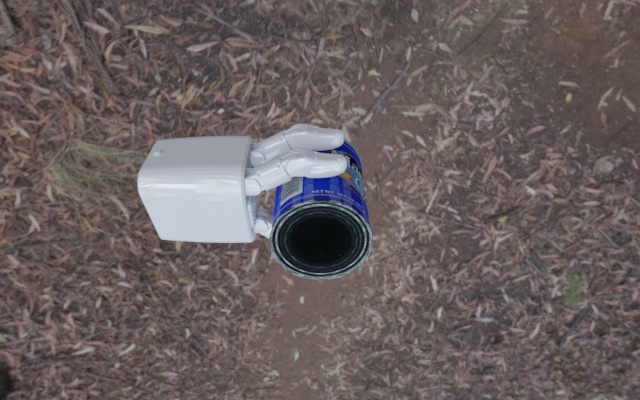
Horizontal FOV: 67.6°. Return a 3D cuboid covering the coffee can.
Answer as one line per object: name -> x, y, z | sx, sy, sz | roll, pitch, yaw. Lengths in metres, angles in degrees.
coffee can -> 0.000, 0.002, 0.527 | 0.103, 0.103, 0.140 | 0, 35, -1
